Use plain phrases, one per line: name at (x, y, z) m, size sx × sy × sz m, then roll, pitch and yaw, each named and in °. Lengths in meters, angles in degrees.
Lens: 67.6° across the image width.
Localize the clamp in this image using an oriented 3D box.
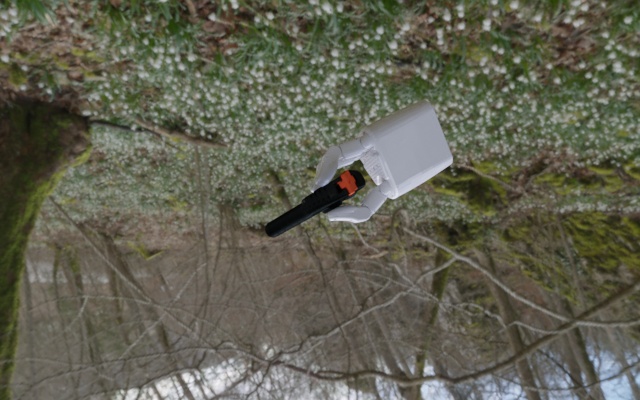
clamp at (0.001, 0.003, 0.674) m, size 0.164 × 0.036 × 0.210 m, roll -28°, pitch -3°, yaw -12°
